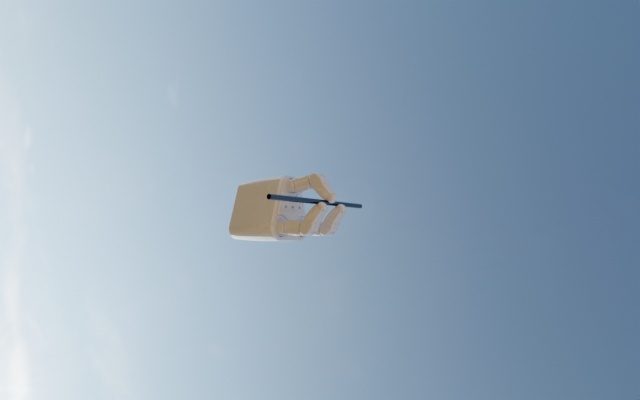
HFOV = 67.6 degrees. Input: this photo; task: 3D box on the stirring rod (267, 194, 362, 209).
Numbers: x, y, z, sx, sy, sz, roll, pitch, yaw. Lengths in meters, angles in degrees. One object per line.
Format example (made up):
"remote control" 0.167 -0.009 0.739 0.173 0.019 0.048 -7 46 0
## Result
"stirring rod" 0.000 0.002 0.743 0.011 0.011 0.239 0 -4 36
